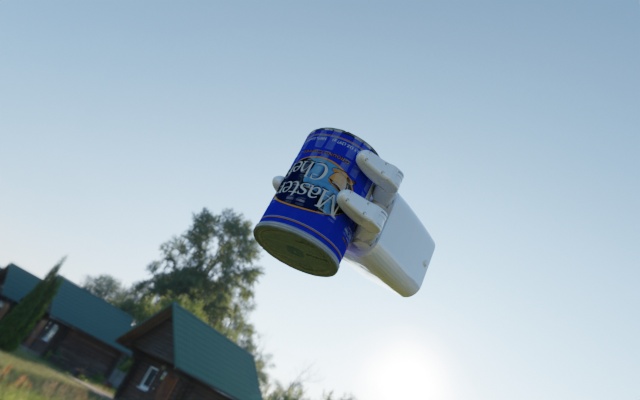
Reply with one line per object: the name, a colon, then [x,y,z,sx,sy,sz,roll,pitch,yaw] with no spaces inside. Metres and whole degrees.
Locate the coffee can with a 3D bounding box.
coffee can: [0.000,0.002,0.550,0.103,0.140,0.103,21,-27,12]
